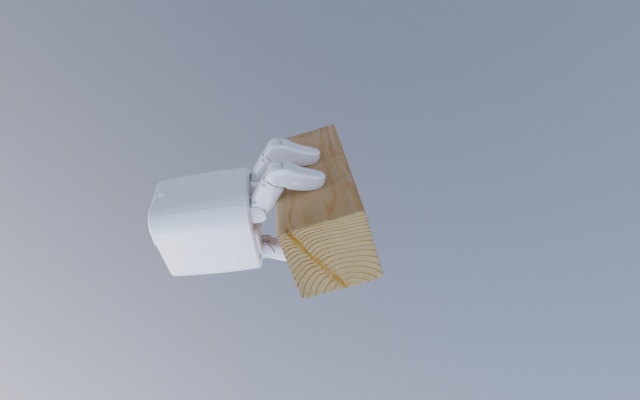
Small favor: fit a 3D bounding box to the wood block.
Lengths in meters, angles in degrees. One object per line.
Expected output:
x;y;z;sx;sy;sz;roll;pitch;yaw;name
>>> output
0.000;0.002;0.557;0.090;0.091;0.206;-16;33;3;wood block
